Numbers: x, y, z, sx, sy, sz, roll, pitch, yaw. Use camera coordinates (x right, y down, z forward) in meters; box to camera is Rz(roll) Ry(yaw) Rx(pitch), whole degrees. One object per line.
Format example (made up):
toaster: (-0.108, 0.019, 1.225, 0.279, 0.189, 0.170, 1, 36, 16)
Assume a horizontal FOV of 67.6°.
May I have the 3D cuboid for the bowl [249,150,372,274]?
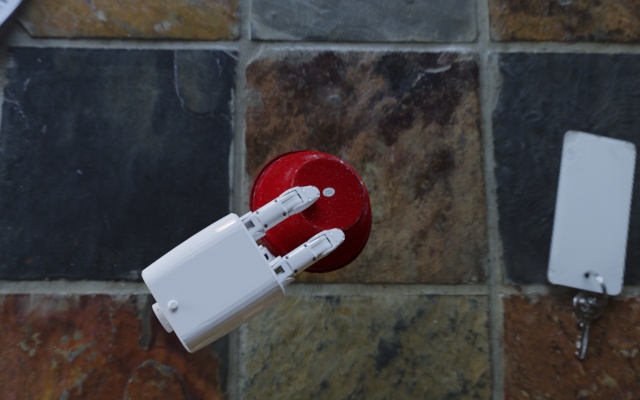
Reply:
bowl: (0.001, 0.001, 0.570, 0.162, 0.162, 0.055, 0, -21, -23)
